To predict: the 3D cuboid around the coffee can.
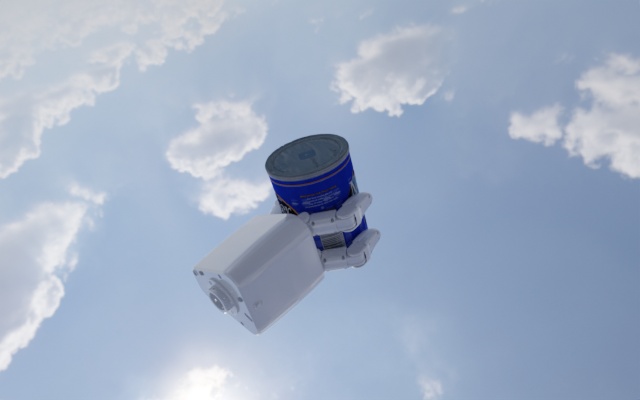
[{"bbox_3d":[0.000,0.002,0.599,0.103,0.140,0.102,-12,31,7],"label":"coffee can"}]
